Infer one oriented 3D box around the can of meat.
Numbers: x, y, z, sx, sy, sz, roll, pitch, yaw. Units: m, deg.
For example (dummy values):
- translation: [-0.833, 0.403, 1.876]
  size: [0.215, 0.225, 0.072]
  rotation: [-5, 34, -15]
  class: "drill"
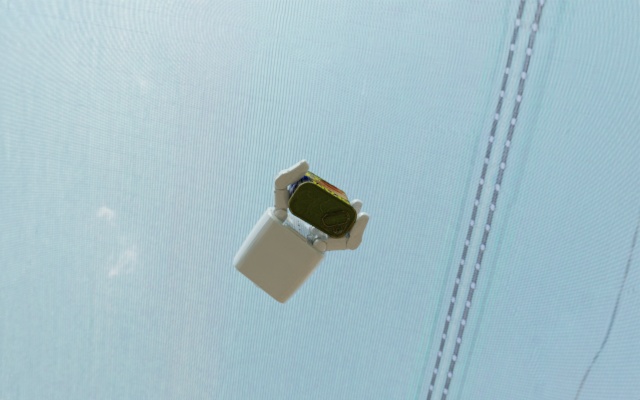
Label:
- translation: [0.000, 0.002, 0.737]
  size: [0.102, 0.057, 0.084]
  rotation: [31, 13, -14]
  class: "can of meat"
